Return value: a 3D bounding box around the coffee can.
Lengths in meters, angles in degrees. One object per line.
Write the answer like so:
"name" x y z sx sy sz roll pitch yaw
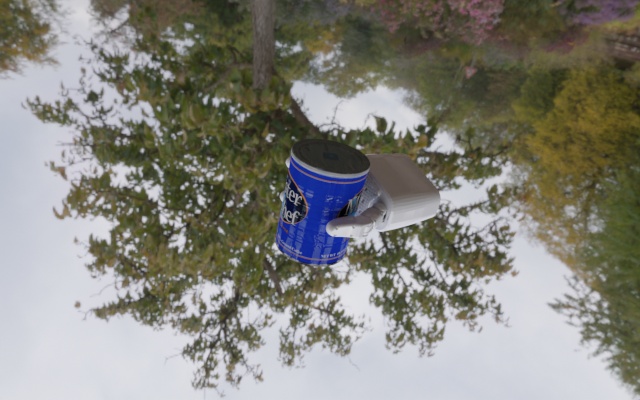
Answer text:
"coffee can" 0.000 0.002 0.639 0.103 0.140 0.102 10 28 -5
